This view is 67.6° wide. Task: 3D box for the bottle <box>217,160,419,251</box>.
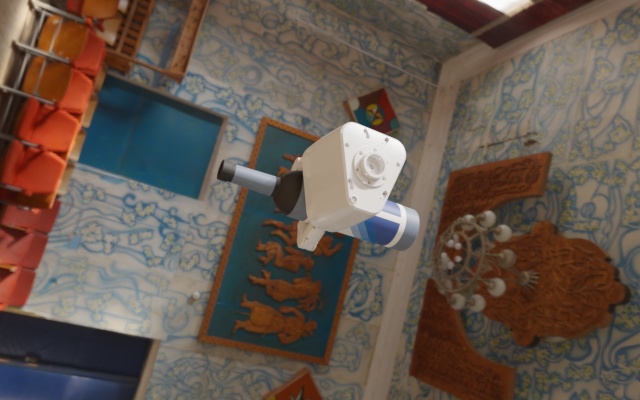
[{"bbox_3d":[0.000,0.002,0.672,0.296,0.069,0.069,18,-7,-21],"label":"bottle"}]
